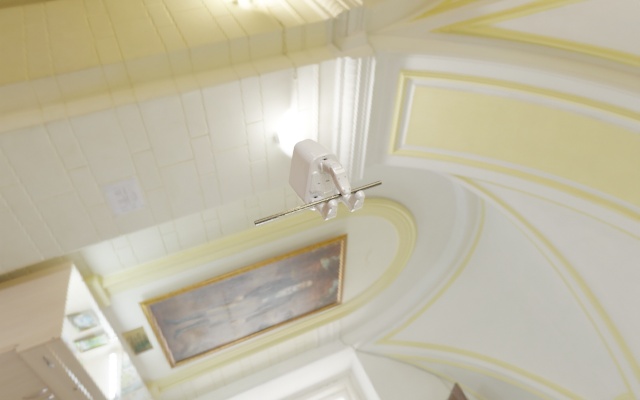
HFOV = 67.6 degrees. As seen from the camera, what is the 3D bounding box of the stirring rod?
[{"bbox_3d":[0.000,0.003,0.829,0.239,0.011,0.011,-18,5,-18],"label":"stirring rod"}]
